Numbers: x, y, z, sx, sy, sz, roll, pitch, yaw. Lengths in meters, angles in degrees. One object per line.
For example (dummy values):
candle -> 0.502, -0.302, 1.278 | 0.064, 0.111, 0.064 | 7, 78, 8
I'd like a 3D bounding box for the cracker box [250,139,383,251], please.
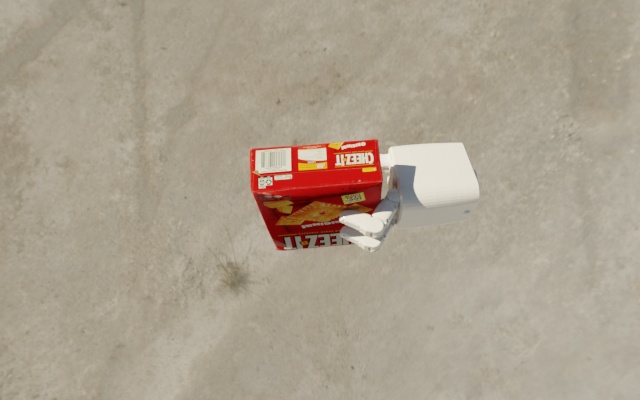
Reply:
cracker box -> 0.000, 0.002, 0.678 | 0.164, 0.072, 0.214 | -4, -26, 2
